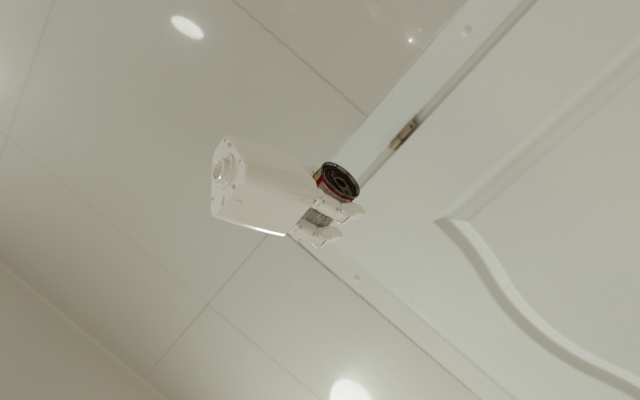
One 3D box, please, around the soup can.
[{"bbox_3d":[0.000,0.003,0.700,0.068,0.068,0.102,0,-40,-49],"label":"soup can"}]
